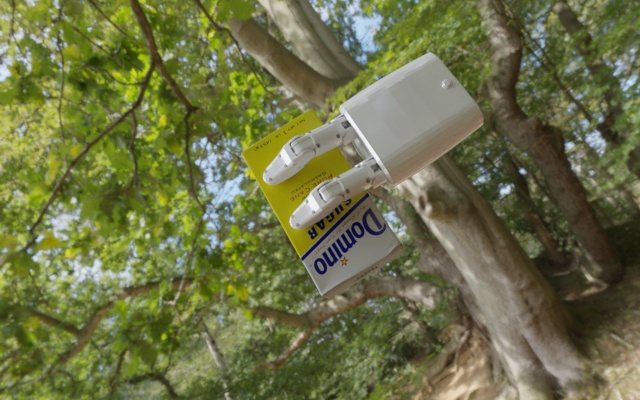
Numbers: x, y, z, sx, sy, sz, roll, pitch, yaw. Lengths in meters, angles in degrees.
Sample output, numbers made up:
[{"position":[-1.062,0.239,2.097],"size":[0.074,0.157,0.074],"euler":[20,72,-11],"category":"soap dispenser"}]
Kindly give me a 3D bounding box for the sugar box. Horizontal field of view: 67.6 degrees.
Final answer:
[{"position":[0.000,0.001,0.492],"size":[0.093,0.176,0.048],"euler":[-33,-21,2],"category":"sugar box"}]
